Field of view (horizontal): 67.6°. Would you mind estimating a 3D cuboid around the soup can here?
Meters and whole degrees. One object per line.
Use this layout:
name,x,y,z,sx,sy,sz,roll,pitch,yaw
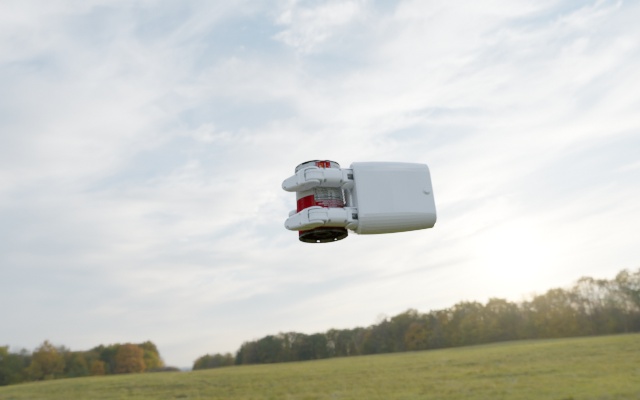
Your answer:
soup can,0.000,0.002,0.658,0.068,0.102,0.068,-4,-18,-1
